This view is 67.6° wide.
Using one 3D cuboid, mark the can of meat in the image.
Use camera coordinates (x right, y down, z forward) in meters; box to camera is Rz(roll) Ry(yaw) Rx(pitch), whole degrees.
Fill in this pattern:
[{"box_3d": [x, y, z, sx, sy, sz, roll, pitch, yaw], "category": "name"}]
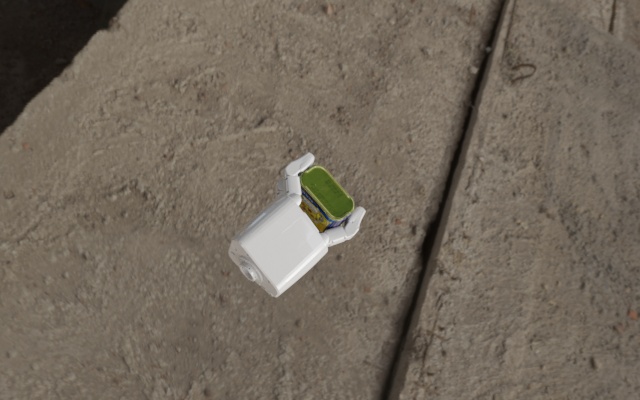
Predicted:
[{"box_3d": [0.000, 0.002, 0.771, 0.057, 0.102, 0.084, -37, -9, -27], "category": "can of meat"}]
